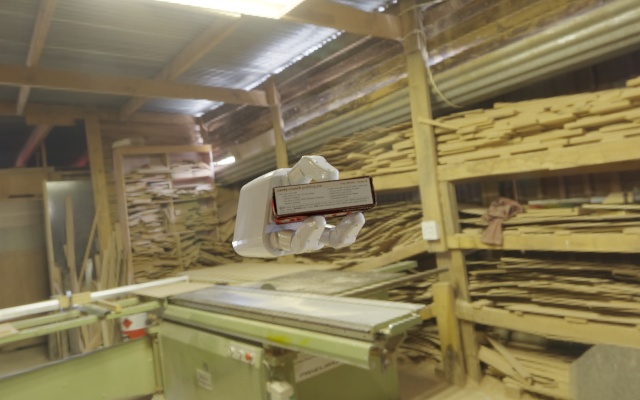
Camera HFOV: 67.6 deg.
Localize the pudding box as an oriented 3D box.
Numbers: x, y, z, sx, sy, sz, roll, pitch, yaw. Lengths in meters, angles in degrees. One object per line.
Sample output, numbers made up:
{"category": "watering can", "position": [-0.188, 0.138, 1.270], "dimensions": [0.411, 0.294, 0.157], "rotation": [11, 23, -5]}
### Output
{"category": "pudding box", "position": [0.000, 0.002, 0.555], "dimensions": [0.113, 0.039, 0.090], "rotation": [-9, -6, -6]}
